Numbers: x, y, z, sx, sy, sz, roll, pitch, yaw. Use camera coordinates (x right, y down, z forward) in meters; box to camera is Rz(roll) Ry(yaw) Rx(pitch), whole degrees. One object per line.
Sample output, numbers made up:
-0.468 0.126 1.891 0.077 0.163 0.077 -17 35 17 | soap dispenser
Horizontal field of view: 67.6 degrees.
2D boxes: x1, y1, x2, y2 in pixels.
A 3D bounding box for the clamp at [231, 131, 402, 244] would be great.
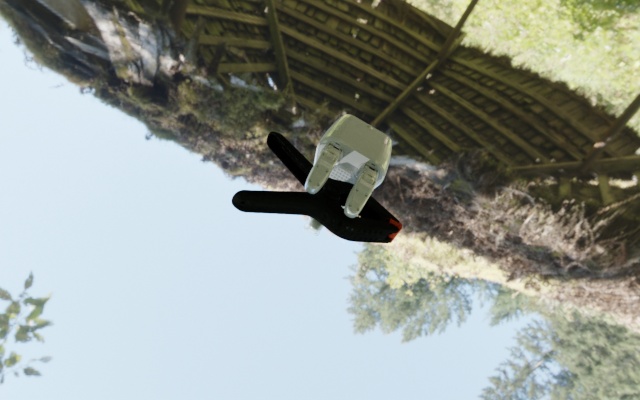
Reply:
0.000 0.003 0.585 0.210 0.036 0.164 30 36 -1 | clamp
